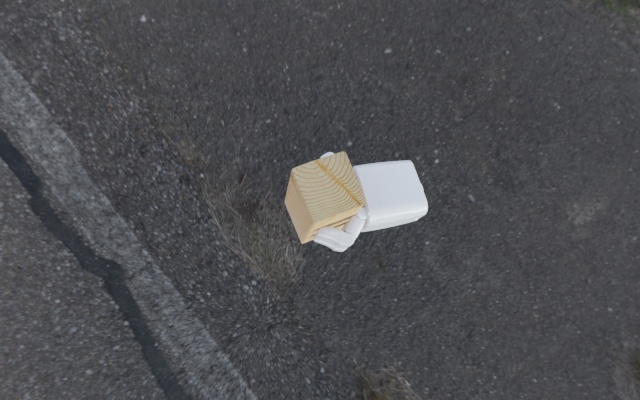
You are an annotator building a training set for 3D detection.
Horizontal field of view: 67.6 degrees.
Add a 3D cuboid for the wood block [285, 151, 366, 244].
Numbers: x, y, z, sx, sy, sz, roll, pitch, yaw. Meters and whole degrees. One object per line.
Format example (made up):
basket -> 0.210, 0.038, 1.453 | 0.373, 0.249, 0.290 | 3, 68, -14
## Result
wood block -> 0.000, 0.002, 0.808 | 0.090, 0.091, 0.206 | -20, -11, -12
